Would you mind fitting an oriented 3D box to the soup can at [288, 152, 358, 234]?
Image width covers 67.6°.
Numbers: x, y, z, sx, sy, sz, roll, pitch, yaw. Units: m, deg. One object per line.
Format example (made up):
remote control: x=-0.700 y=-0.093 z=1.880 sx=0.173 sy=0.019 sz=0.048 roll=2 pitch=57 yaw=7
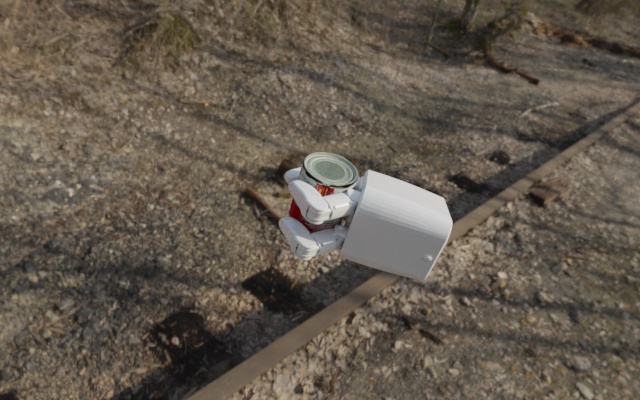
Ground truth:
soup can: x=0.000 y=0.001 z=0.574 sx=0.068 sy=0.102 sz=0.068 roll=11 pitch=37 yaw=-8
